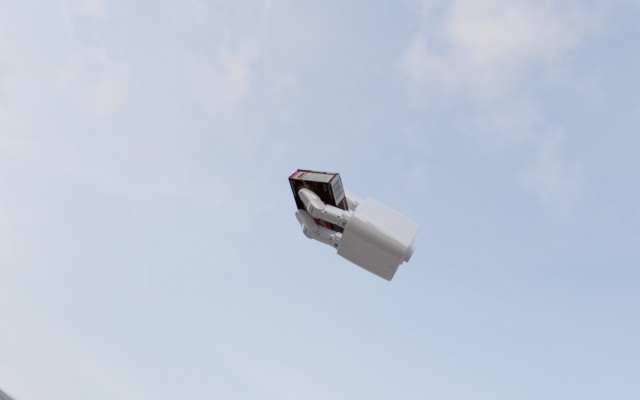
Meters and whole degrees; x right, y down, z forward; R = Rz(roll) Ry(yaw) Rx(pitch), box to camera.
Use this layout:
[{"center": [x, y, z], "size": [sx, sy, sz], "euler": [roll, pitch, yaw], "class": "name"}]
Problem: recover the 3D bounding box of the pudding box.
[{"center": [0.000, 0.003, 0.841], "size": [0.090, 0.114, 0.039], "euler": [7, 36, 32], "class": "pudding box"}]
